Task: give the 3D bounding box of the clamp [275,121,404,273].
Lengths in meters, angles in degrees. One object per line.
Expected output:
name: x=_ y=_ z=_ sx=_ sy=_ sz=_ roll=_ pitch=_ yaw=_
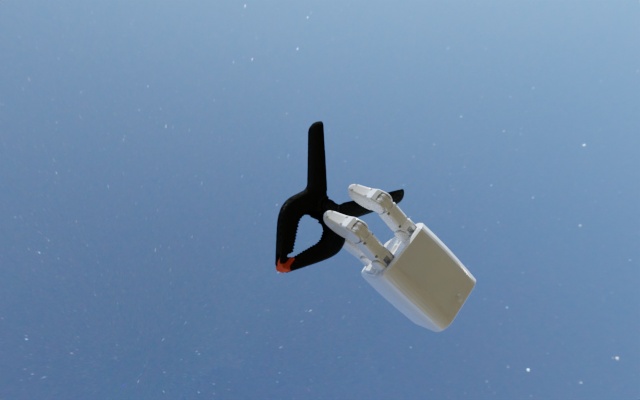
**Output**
clamp: x=0.000 y=0.003 z=0.632 sx=0.210 sy=0.164 sz=0.036 roll=-47 pitch=3 yaw=-27
